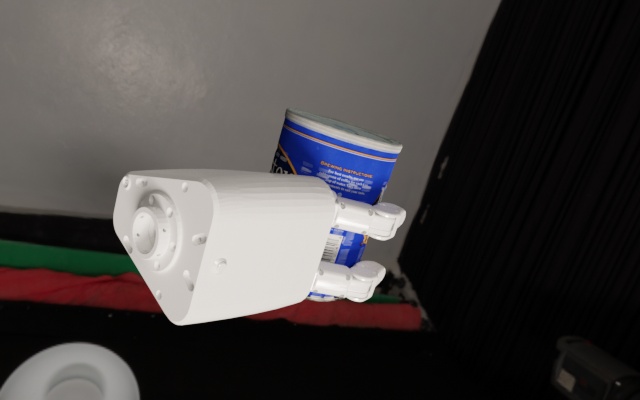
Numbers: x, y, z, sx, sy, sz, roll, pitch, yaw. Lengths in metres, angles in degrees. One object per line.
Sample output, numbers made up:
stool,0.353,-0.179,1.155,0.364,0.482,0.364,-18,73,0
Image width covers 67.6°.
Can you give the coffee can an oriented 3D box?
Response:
coffee can,0.000,0.001,0.420,0.103,0.140,0.102,17,14,-4
